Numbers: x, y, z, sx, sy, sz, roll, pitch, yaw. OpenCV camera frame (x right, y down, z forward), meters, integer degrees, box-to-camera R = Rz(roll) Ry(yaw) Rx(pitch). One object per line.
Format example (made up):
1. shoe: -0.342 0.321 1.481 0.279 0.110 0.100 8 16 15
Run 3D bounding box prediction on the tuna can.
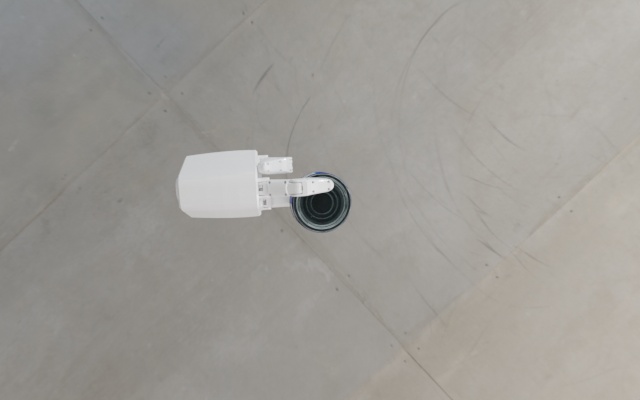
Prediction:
1. tuna can: 0.000 0.002 0.675 0.086 0.086 0.034 0 5 -9
